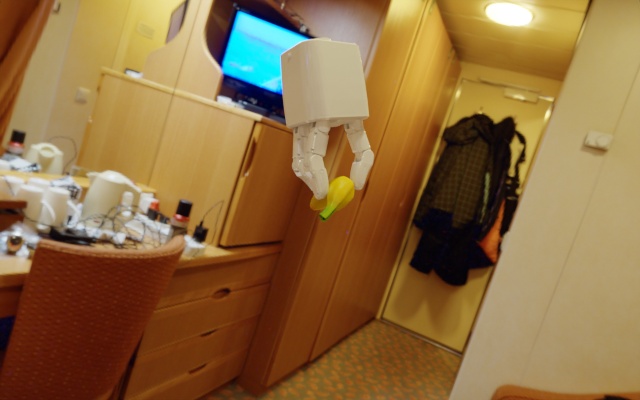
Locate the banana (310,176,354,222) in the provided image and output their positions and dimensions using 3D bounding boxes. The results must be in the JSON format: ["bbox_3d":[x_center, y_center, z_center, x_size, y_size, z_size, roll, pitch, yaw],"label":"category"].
[{"bbox_3d":[0.016,-0.008,0.705,0.069,0.037,0.198,-33,3,-2],"label":"banana"}]
